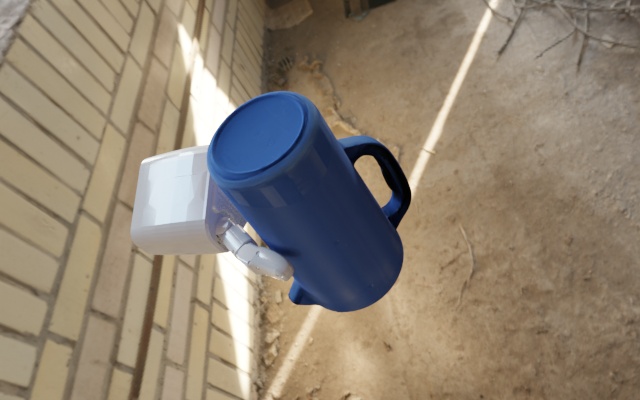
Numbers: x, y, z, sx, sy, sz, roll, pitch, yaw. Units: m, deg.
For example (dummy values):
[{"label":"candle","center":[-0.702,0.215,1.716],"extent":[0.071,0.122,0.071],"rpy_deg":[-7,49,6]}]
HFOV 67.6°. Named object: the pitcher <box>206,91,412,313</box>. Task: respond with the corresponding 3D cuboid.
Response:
[{"label":"pitcher","center":[0.000,0.002,0.490],"extent":[0.145,0.149,0.243],"rpy_deg":[-4,-35,24]}]
